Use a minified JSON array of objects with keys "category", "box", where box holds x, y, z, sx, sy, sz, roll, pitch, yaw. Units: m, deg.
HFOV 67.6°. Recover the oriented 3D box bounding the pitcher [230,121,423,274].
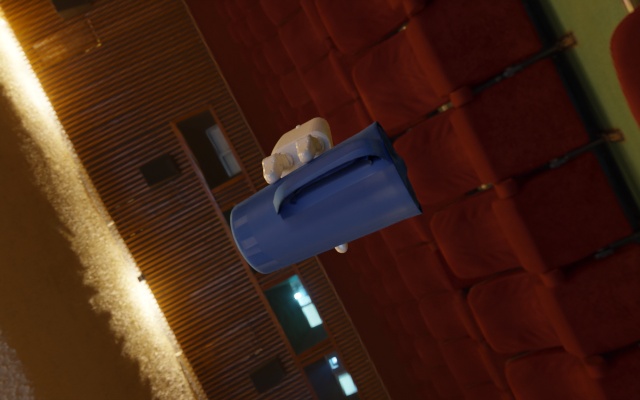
[{"category":"pitcher","box":[0.000,0.002,0.638,0.243,0.149,0.145,-26,23,13]}]
